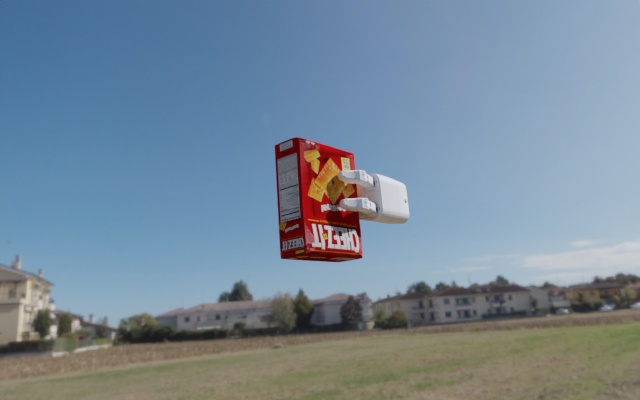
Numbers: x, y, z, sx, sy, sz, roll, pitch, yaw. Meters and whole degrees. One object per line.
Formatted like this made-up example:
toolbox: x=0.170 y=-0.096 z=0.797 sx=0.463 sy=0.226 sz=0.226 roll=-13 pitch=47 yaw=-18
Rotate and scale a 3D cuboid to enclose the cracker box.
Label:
cracker box: x=0.000 y=0.003 z=0.894 sx=0.072 sy=0.213 sz=0.164 roll=-16 pitch=-18 yaw=40
